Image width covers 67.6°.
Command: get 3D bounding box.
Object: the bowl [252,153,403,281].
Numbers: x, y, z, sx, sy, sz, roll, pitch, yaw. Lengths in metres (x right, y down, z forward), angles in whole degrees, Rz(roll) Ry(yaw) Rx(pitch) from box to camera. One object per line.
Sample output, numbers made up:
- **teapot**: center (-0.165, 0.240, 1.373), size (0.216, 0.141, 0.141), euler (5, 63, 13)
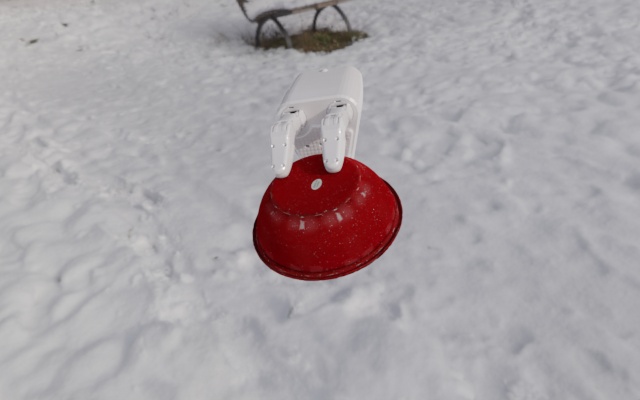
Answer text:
- **bowl**: center (0.000, 0.002, 0.486), size (0.162, 0.055, 0.162), euler (-9, 43, 9)
